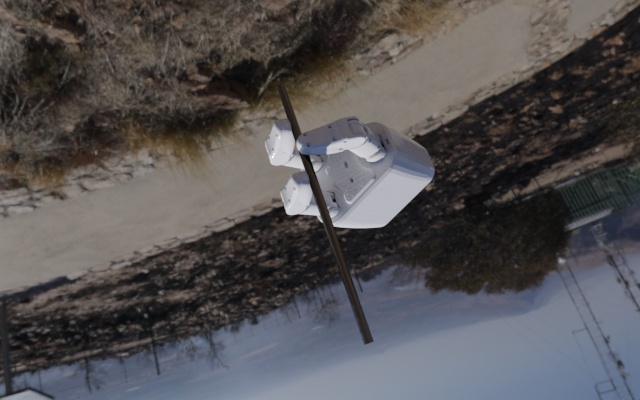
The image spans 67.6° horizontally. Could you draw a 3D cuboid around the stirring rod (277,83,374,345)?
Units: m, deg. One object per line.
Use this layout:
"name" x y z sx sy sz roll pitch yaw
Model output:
"stirring rod" 0.000 0.001 0.403 0.011 0.239 0.011 -17 -19 -6
